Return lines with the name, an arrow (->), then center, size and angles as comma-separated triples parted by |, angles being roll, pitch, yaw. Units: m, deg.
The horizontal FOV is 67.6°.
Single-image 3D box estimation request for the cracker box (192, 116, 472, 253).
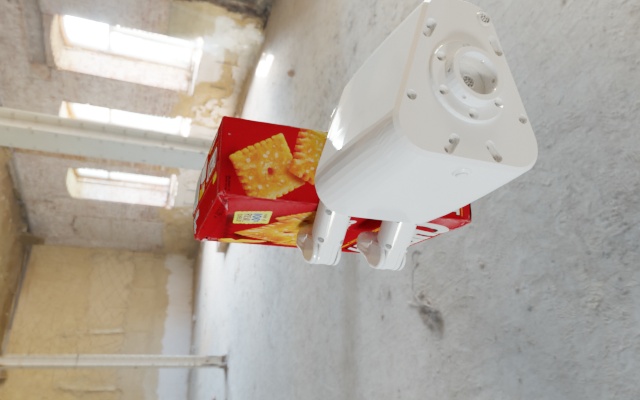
cracker box -> 0.000, 0.001, 0.440 | 0.214, 0.072, 0.164 | 7, -18, -19
